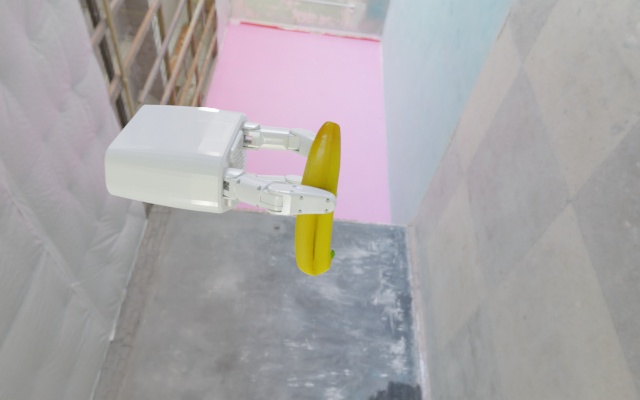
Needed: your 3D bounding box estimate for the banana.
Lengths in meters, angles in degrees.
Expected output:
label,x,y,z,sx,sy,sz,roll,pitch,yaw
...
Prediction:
label,x,y,z,sx,sy,sz,roll,pitch,yaw
banana,-0.003,0.017,0.472,0.037,0.069,0.198,9,-43,6
